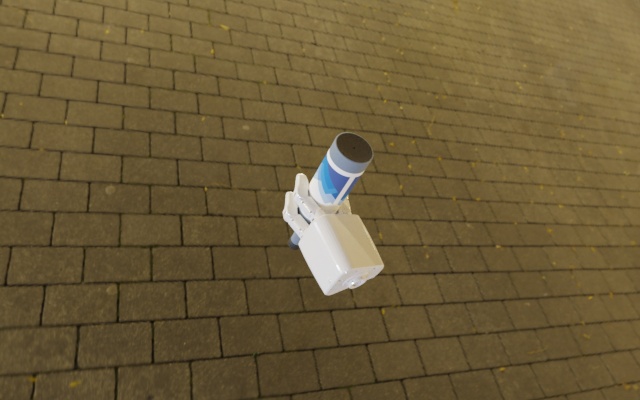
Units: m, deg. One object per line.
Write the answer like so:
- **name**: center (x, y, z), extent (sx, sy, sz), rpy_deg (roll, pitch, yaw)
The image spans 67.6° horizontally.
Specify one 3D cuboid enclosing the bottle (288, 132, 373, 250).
- **bottle**: center (0.000, 0.003, 0.855), extent (0.069, 0.069, 0.296), rpy_deg (0, -36, -26)
